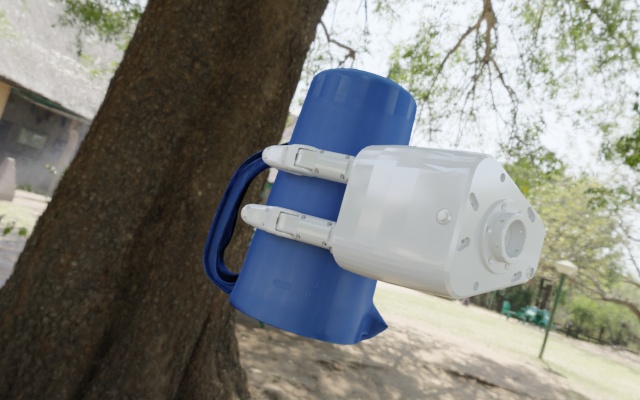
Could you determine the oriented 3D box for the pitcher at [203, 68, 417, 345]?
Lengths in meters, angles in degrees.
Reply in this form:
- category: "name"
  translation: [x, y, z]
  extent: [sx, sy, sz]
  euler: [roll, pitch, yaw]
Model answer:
- category: "pitcher"
  translation: [0.000, 0.002, 0.462]
  extent: [0.149, 0.243, 0.145]
  euler: [20, -6, -36]
